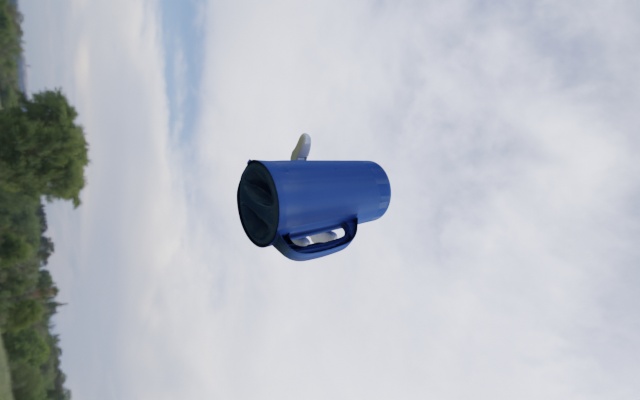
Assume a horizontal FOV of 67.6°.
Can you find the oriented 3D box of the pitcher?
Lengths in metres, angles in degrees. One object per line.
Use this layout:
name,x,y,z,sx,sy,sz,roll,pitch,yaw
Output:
pitcher,0.000,0.002,0.778,0.243,0.149,0.145,-7,9,-35
